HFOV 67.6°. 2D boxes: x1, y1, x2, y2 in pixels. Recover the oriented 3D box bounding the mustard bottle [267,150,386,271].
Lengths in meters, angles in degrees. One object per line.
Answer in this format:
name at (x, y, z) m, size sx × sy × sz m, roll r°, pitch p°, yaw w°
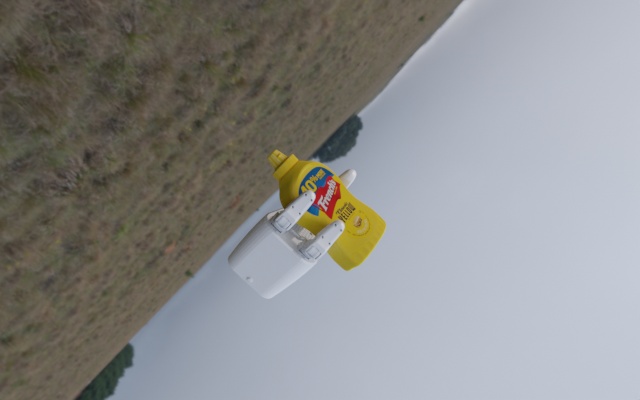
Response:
mustard bottle at (0.000, 0.002, 0.668) m, size 0.096 × 0.191 × 0.058 m, roll -50°, pitch 6°, yaw -36°
